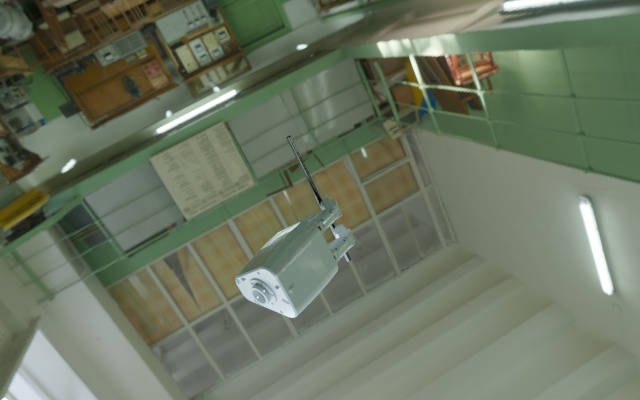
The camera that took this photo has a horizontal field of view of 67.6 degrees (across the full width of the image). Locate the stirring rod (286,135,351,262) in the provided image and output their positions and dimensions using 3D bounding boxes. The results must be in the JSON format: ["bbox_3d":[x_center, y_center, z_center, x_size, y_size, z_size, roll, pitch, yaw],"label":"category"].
[{"bbox_3d":[0.000,0.002,0.777,0.011,0.240,0.011,-22,22,10],"label":"stirring rod"}]
